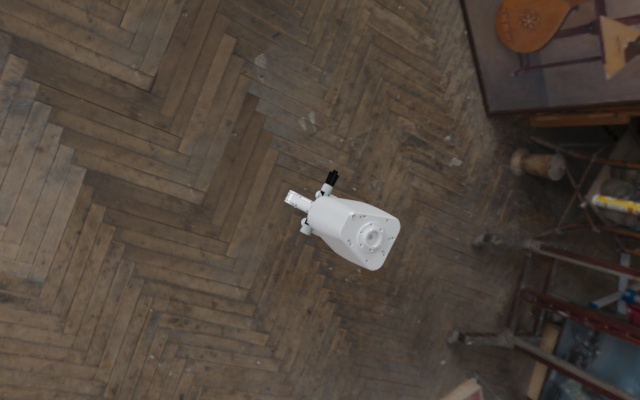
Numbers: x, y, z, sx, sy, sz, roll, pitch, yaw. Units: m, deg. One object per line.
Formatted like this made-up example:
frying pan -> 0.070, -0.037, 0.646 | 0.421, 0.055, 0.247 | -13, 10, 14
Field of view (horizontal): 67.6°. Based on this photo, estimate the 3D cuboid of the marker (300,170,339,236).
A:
marker -> 0.000, 0.003, 0.821 | 0.020, 0.121, 0.020 | 27, -2, 1
